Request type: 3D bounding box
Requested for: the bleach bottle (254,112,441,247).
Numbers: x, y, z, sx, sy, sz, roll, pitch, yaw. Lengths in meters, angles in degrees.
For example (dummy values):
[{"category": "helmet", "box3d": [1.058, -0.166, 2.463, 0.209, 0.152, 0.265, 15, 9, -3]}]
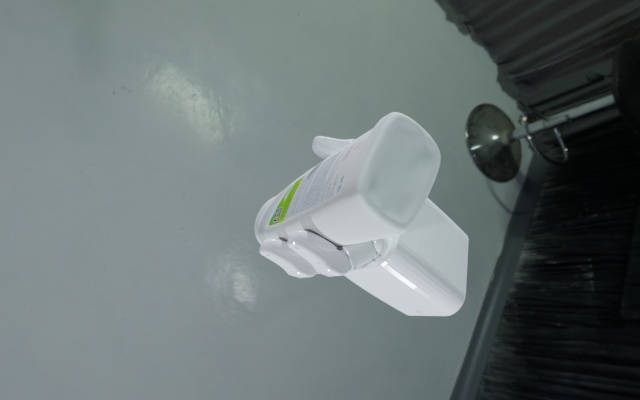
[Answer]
[{"category": "bleach bottle", "box3d": [0.000, 0.002, 0.479, 0.068, 0.102, 0.251, 38, -28, -19]}]
